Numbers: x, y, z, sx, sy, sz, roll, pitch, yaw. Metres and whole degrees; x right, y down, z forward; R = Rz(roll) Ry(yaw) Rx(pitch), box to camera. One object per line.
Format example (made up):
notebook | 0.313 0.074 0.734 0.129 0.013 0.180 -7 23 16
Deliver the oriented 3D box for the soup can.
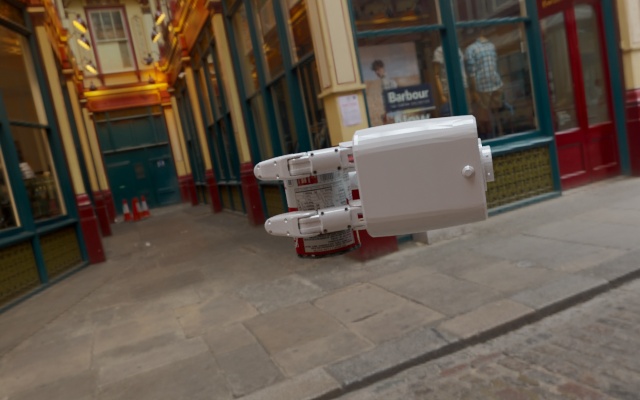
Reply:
soup can | 0.000 0.001 0.486 0.068 0.102 0.068 -10 7 1
